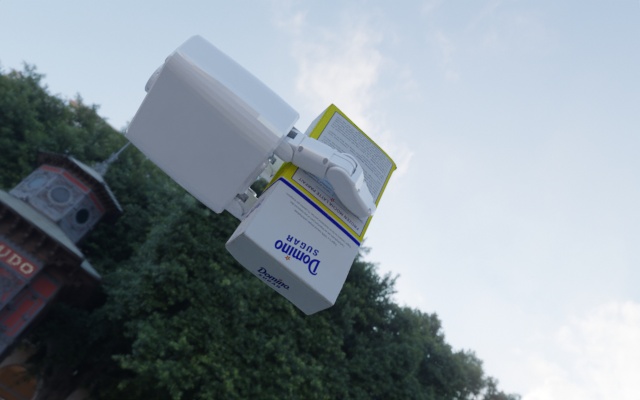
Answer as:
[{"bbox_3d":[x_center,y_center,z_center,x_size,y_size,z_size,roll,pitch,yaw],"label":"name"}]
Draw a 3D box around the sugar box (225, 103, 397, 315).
[{"bbox_3d":[0.000,0.001,0.424,0.093,0.176,0.048,41,-38,-12],"label":"sugar box"}]
